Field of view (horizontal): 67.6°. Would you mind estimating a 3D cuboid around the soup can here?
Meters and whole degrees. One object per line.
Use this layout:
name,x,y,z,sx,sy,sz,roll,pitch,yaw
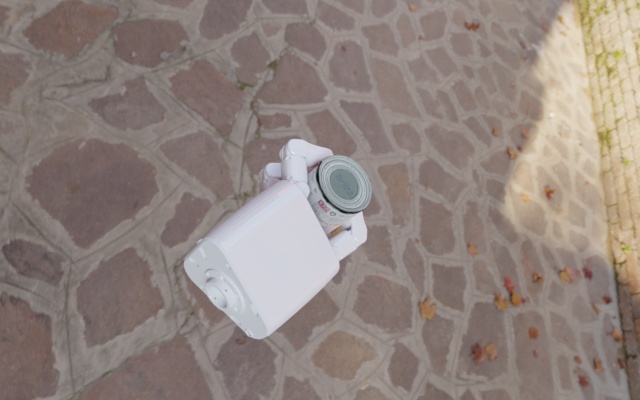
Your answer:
soup can,0.001,0.001,0.522,0.068,0.068,0.102,0,-23,-33
